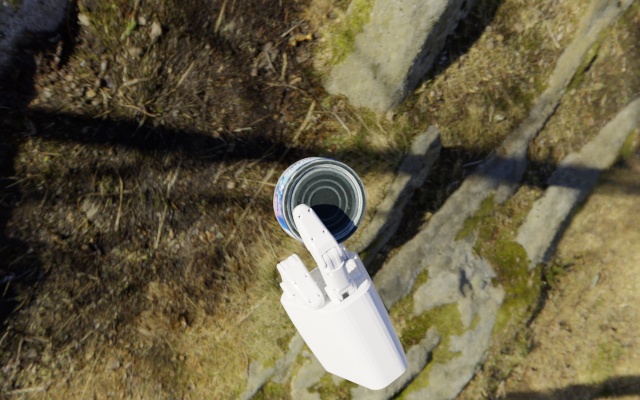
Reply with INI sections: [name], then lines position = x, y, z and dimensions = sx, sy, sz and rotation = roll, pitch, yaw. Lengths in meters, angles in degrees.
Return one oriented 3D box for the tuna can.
[tuna can]
position = 0.000, 0.002, 0.458
dimensions = 0.086, 0.086, 0.033
rotation = 0, 6, -17
